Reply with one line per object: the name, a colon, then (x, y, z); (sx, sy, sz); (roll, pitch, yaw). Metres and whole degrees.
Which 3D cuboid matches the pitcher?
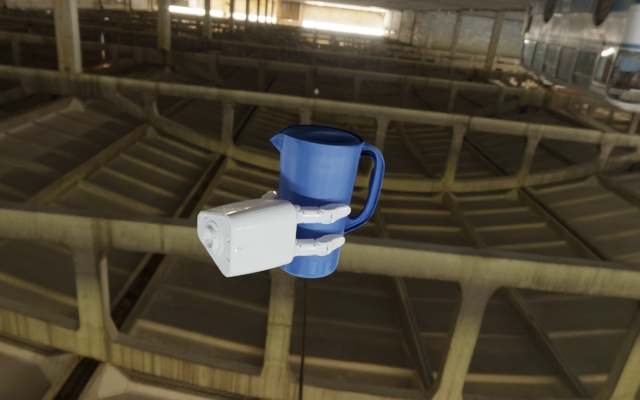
pitcher: (0.000, 0.003, 0.796); (0.145, 0.243, 0.149); (-12, 28, -41)
